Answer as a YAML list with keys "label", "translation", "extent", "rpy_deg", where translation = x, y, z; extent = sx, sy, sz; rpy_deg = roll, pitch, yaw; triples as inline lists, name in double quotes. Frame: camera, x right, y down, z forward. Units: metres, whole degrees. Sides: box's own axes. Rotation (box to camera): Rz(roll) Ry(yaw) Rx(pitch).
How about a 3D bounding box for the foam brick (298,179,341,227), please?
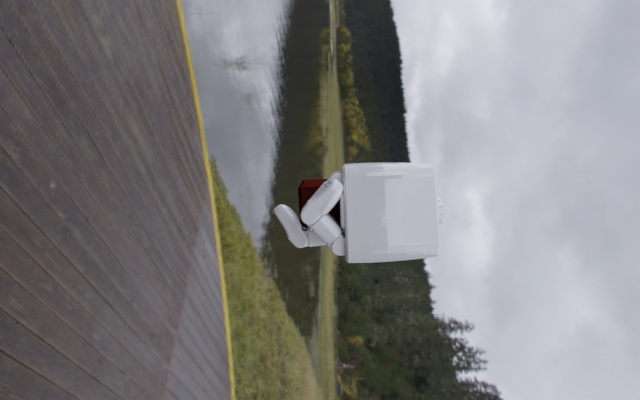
- label: "foam brick"
  translation: [0.000, 0.002, 0.624]
  extent: [0.051, 0.053, 0.078]
  rpy_deg: [-3, 10, 2]
